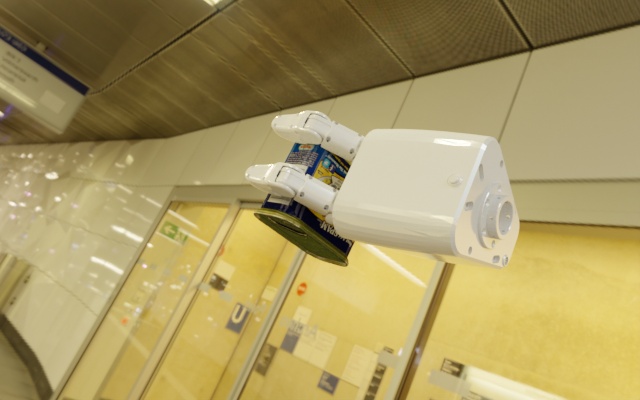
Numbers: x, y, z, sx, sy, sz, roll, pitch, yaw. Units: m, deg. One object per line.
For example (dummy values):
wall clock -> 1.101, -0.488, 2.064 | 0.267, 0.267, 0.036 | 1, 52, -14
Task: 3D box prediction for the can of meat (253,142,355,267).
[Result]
can of meat -> 0.000, 0.001, 0.447 | 0.057, 0.084, 0.102 | 8, -24, 47
